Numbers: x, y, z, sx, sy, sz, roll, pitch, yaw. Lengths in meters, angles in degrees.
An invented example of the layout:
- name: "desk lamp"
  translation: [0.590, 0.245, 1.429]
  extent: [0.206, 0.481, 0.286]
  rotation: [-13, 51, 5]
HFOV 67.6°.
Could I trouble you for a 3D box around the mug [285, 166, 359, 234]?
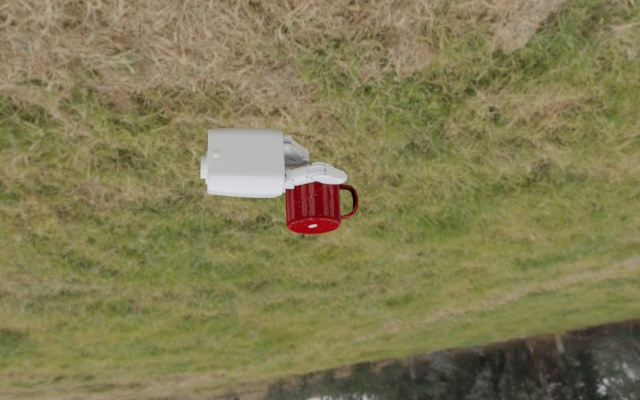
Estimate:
- name: "mug"
  translation: [0.002, 0.003, 0.722]
  extent: [0.117, 0.081, 0.093]
  rotation: [1, -20, -12]
